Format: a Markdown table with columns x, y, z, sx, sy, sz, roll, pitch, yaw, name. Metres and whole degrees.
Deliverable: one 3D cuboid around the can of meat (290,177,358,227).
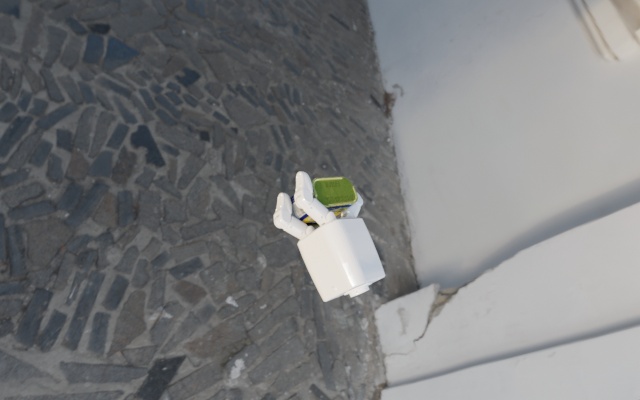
| x | y | z | sx | sy | sz | roll | pitch | yaw | name |
| --- | --- | --- | --- | --- | --- | --- | --- | --- | --- |
| 0.000 | 0.002 | 0.802 | 0.102 | 0.057 | 0.084 | -7 | -21 | -44 | can of meat |
